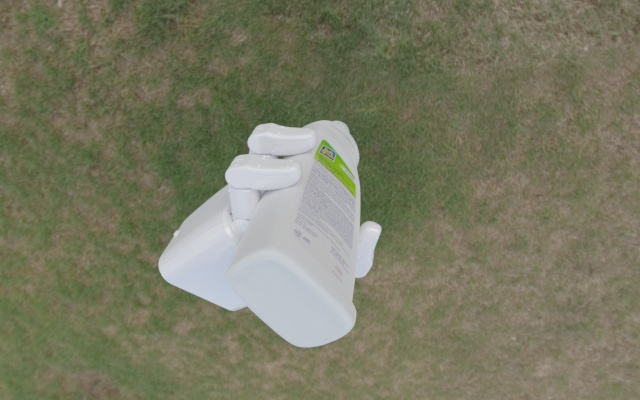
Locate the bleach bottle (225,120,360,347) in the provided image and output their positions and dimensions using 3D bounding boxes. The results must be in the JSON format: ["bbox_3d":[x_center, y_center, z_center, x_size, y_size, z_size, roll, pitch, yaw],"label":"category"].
[{"bbox_3d":[0.000,0.001,0.440,0.068,0.102,0.250,-30,24,30],"label":"bleach bottle"}]
